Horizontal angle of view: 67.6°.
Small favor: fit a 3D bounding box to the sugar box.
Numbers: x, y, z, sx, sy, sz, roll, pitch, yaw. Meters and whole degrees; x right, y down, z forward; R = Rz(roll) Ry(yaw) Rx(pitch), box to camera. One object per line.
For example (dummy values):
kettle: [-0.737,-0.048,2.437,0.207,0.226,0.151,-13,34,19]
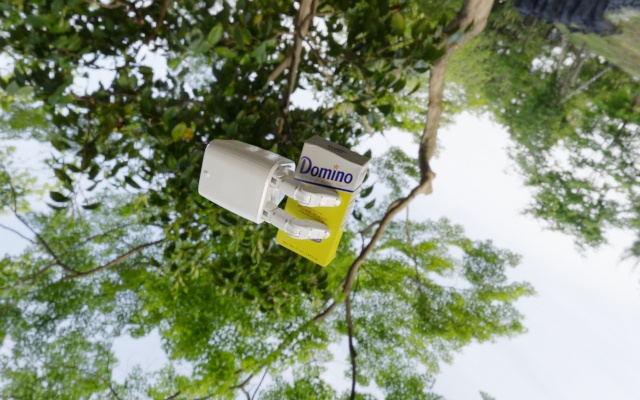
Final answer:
sugar box: [0.000,0.003,0.707,0.093,0.176,0.048,25,30,13]
